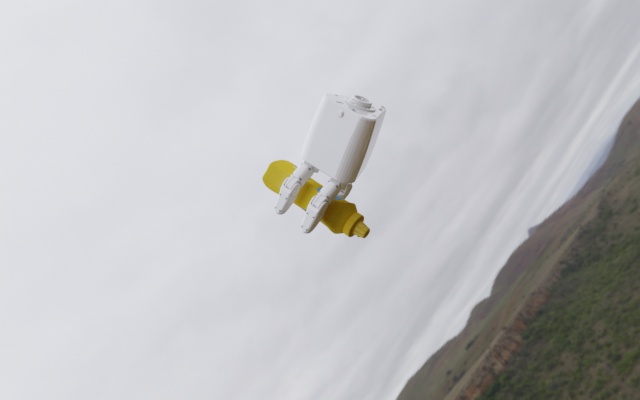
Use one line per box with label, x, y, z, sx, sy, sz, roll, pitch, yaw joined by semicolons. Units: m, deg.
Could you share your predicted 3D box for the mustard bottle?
mustard bottle;0.000;0.003;0.780;0.191;0.058;0.096;33;6;23
